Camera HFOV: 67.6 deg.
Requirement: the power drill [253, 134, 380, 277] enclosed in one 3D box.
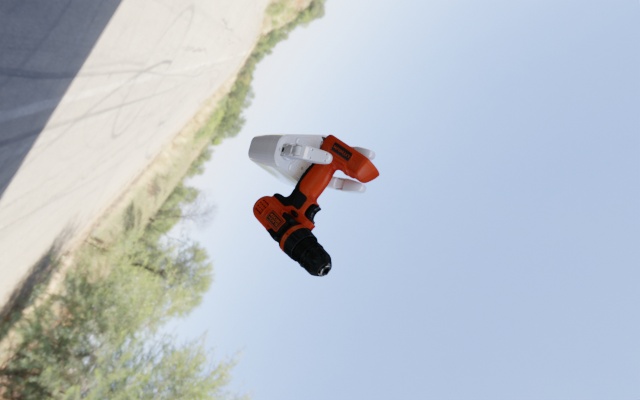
[{"bbox_3d":[0.000,0.002,0.726,0.184,0.187,0.057,41,-3,38],"label":"power drill"}]
